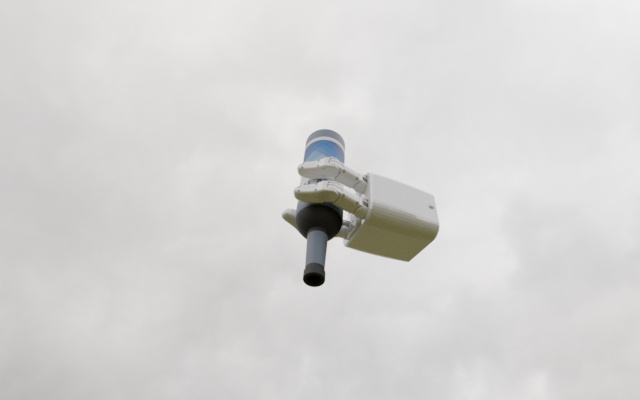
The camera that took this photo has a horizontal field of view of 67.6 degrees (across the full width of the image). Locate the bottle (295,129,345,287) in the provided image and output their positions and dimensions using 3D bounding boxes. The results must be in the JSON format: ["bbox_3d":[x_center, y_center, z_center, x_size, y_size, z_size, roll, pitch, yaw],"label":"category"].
[{"bbox_3d":[0.000,0.002,0.691,0.069,0.069,0.295,0,40,4],"label":"bottle"}]
